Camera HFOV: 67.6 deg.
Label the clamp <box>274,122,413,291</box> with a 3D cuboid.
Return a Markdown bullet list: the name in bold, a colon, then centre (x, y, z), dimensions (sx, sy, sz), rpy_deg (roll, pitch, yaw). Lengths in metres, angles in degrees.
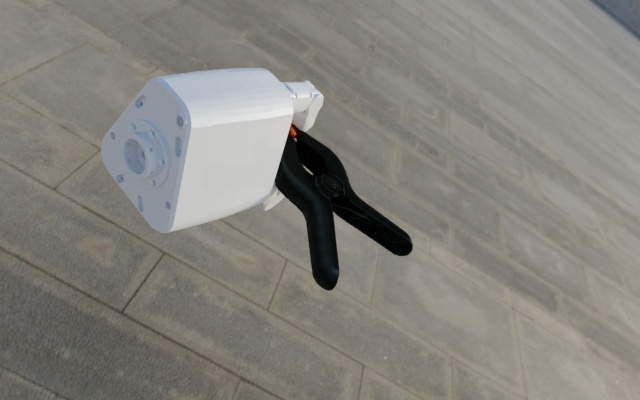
- **clamp**: centre (0.000, 0.001, 0.433), dimensions (0.120, 0.171, 0.039), rpy_deg (-23, -23, -53)
